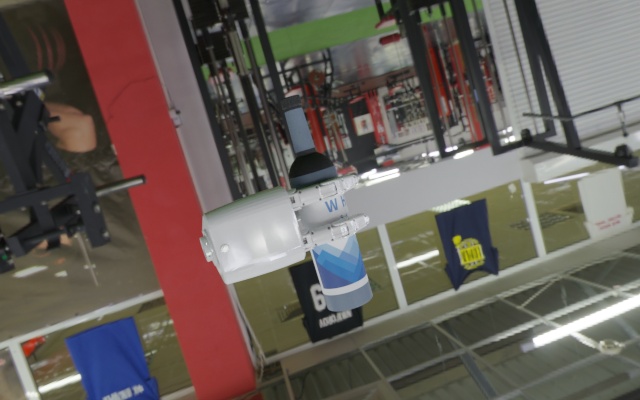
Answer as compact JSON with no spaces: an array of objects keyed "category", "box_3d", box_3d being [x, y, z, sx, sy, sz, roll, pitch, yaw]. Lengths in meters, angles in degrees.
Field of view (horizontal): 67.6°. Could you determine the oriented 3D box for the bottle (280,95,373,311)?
[{"category":"bottle","box_3d":[0.000,0.002,0.656,0.069,0.296,0.069,-16,6,2]}]
